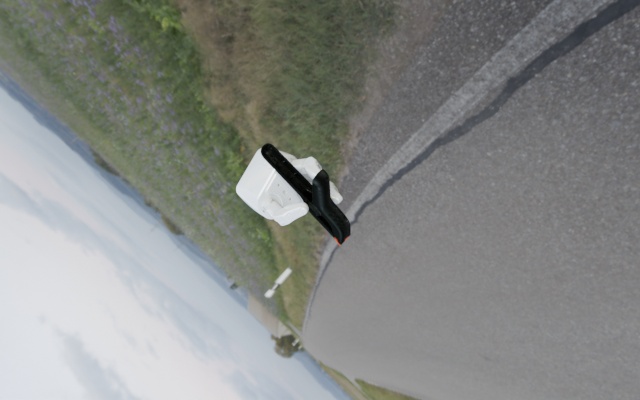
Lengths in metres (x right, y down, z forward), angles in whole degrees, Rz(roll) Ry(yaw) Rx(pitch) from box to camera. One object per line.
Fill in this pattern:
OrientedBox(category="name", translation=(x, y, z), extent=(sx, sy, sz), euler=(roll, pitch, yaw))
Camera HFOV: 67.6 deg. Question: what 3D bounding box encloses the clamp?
OrientedBox(category="clamp", translation=(0.000, 0.003, 0.758), extent=(0.164, 0.036, 0.210), euler=(27, -22, 55))
